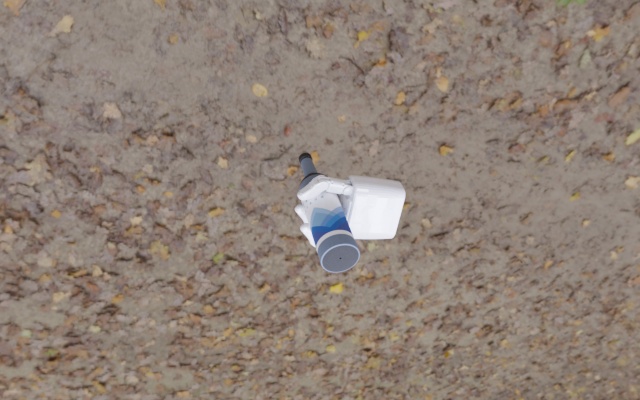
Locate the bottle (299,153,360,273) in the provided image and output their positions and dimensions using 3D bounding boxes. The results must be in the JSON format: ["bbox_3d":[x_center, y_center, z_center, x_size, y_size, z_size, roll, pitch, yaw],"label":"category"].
[{"bbox_3d":[0.000,0.003,0.886,0.069,0.069,0.295,0,39,-17],"label":"bottle"}]
